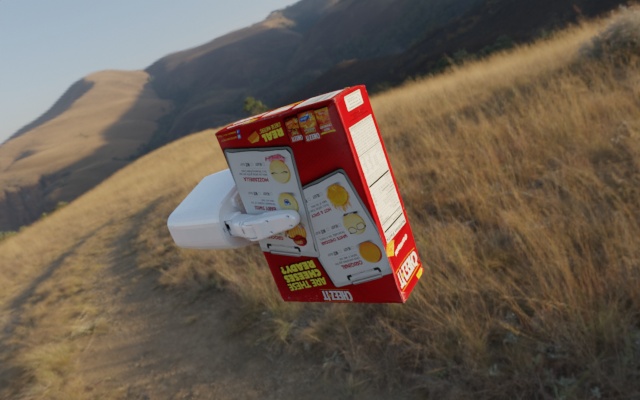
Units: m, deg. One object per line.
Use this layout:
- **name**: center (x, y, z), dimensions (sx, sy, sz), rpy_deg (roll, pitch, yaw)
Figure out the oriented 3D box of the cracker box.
- **cracker box**: center (0.000, 0.002, 0.512), dimensions (0.164, 0.214, 0.072), rpy_deg (-8, 20, 37)
